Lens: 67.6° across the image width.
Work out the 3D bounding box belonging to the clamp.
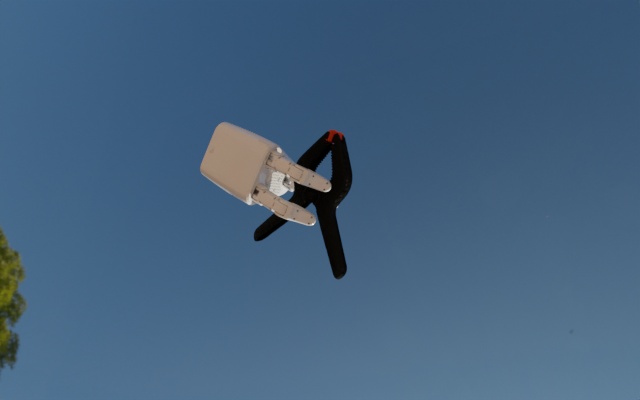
[{"bbox_3d":[0.001,0.002,0.709,0.164,0.210,0.036,28,10,24],"label":"clamp"}]
